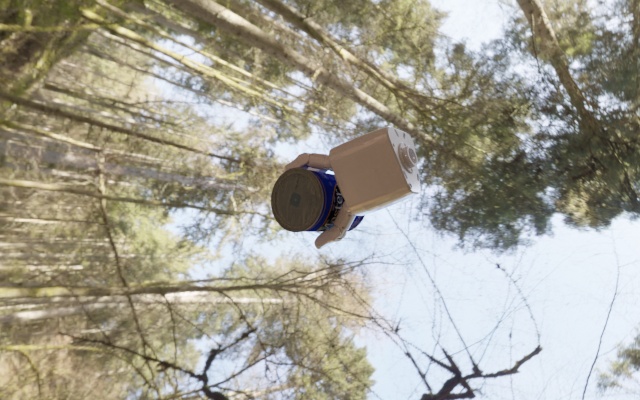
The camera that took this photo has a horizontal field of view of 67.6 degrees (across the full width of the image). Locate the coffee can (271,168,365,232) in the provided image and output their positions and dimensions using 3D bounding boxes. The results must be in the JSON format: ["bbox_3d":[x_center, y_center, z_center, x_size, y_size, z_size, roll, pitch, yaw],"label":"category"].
[{"bbox_3d":[0.000,0.003,0.807,0.103,0.103,0.140,0,-3,35],"label":"coffee can"}]
